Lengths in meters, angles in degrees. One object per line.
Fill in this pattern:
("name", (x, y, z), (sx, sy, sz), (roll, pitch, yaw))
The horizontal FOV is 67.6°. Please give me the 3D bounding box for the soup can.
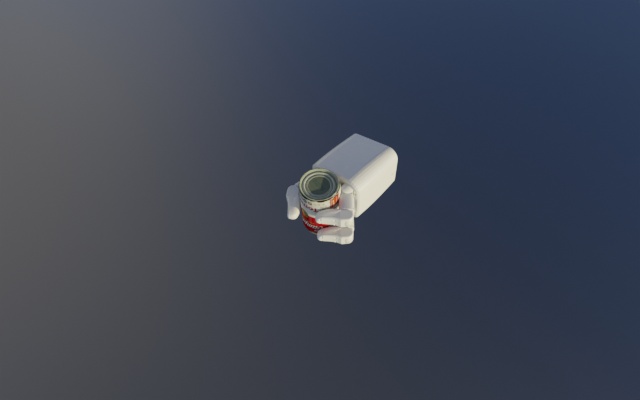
("soup can", (0.000, 0.003, 0.794), (0.068, 0.068, 0.102), (0, -34, 3))
